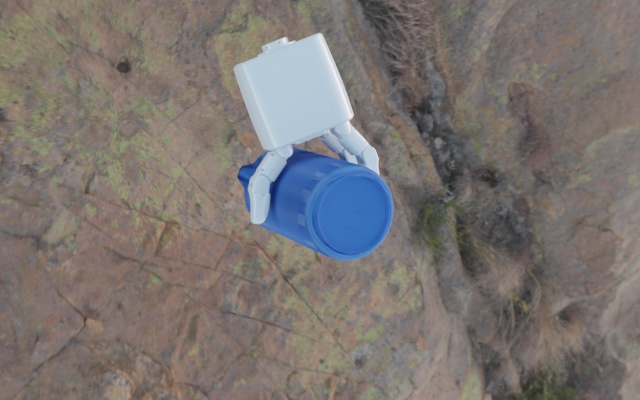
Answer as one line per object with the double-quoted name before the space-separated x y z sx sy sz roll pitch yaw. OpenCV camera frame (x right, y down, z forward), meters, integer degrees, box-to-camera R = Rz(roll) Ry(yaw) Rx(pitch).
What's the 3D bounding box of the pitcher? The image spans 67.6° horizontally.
"pitcher" 0.000 0.002 0.630 0.149 0.145 0.243 -25 17 -18
